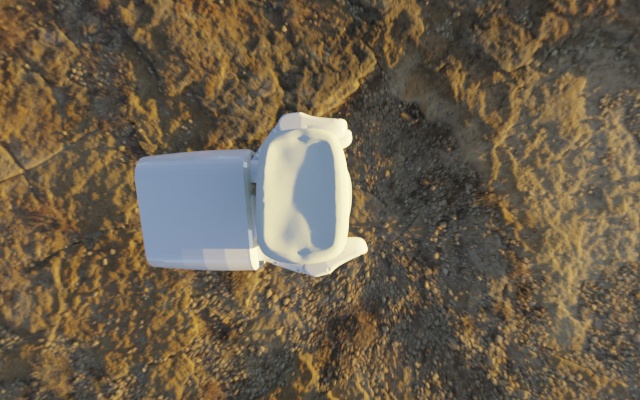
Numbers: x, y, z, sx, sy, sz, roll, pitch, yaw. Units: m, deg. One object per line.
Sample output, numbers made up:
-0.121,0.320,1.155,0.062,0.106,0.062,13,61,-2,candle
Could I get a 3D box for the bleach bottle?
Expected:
0.000,0.001,0.464,0.068,0.102,0.251,0,-3,7,bleach bottle
